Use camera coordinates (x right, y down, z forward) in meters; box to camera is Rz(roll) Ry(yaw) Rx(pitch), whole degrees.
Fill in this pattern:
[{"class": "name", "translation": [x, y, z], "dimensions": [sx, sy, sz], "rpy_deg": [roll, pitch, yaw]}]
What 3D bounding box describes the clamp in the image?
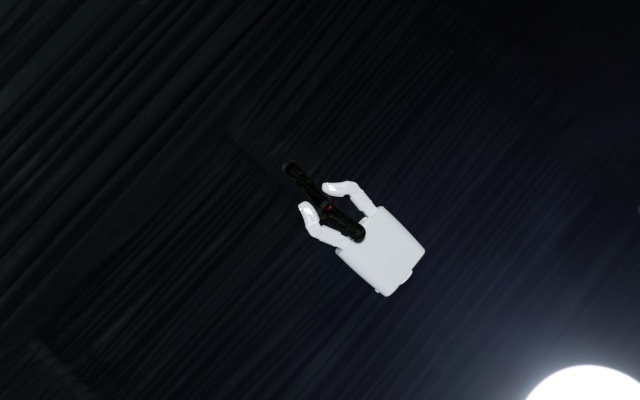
[{"class": "clamp", "translation": [0.001, 0.002, 0.805], "dimensions": [0.036, 0.164, 0.210], "rpy_deg": [-45, 1, -4]}]
